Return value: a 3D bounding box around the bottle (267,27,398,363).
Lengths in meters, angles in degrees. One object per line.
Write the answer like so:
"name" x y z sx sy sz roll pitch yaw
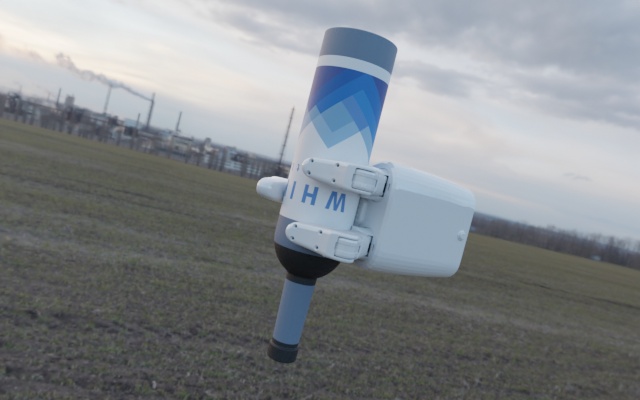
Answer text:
"bottle" 0.000 0.001 0.431 0.069 0.296 0.069 14 3 -1
